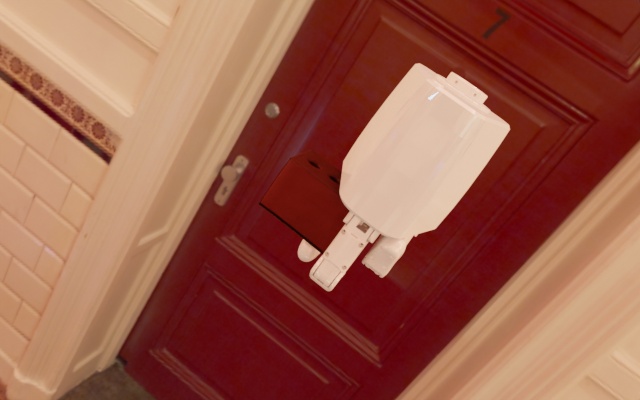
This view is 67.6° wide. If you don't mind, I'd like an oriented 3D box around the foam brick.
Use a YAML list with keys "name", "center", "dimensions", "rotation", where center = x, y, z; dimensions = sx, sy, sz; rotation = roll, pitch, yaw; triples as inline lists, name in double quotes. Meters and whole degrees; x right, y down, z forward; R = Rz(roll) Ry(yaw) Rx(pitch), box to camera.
- name: "foam brick"
  center: [0.000, 0.001, 0.404]
  dimensions: [0.078, 0.051, 0.053]
  rotation: [37, 23, 7]
